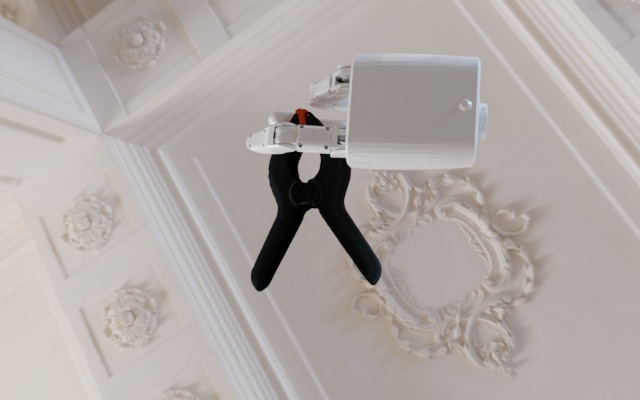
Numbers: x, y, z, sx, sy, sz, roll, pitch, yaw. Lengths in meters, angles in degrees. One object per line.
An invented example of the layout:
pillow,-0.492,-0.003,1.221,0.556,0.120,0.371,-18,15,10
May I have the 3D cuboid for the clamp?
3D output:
clamp,0.000,0.001,0.434,0.120,0.171,0.039,3,-6,13
